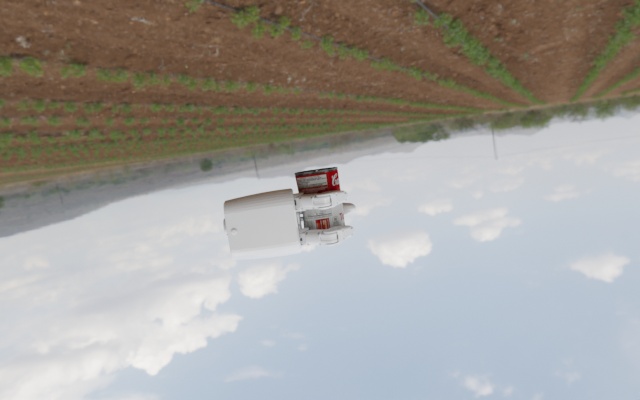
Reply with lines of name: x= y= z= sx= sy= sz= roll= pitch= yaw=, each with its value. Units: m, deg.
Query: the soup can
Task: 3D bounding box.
soup can: x=0.001 y=0.003 z=0.747 sx=0.068 sy=0.102 sz=0.068 roll=-8 pitch=6 yaw=1
